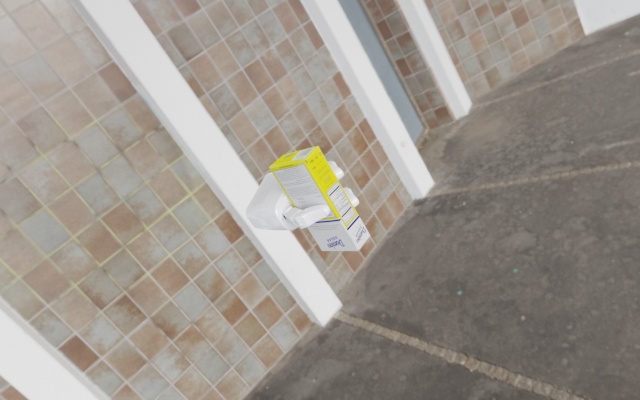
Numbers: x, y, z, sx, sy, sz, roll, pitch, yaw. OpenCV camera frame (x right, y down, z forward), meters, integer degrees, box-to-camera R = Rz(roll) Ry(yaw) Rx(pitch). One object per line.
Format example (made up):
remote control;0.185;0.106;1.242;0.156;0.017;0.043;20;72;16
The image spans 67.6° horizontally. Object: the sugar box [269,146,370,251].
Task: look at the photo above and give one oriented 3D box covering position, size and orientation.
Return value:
sugar box;0.000;0.002;0.771;0.093;0.176;0.048;-6;34;49
